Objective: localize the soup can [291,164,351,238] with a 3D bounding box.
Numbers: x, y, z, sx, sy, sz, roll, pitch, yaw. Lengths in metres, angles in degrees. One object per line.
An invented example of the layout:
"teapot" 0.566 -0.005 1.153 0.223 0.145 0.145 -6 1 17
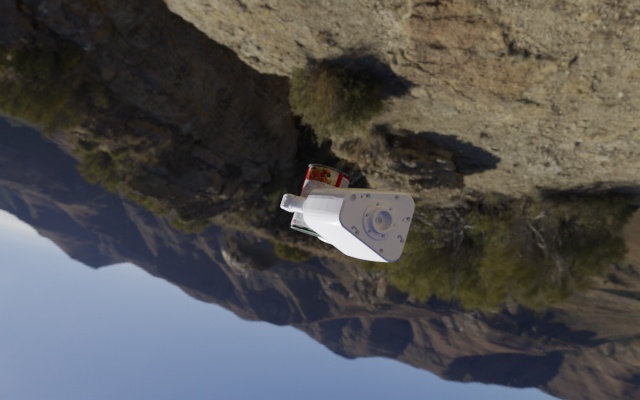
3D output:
"soup can" 0.000 0.003 0.739 0.068 0.102 0.068 17 -7 2
